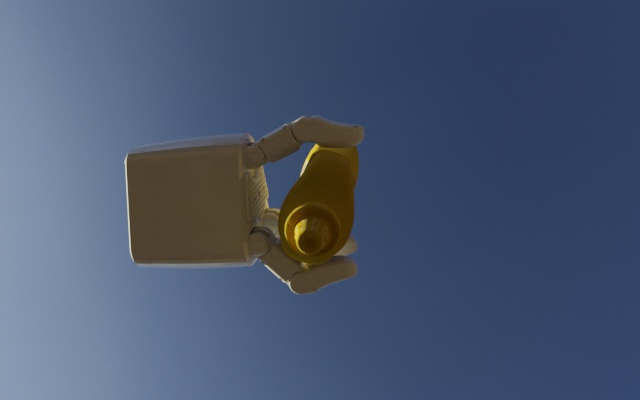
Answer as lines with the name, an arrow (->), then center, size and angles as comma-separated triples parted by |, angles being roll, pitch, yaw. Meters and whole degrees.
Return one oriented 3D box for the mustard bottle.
mustard bottle -> 0.000, 0.001, 0.416 | 0.058, 0.096, 0.191 | 20, 17, -1
